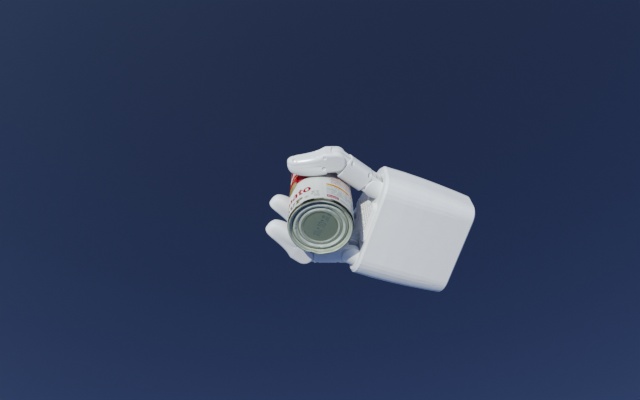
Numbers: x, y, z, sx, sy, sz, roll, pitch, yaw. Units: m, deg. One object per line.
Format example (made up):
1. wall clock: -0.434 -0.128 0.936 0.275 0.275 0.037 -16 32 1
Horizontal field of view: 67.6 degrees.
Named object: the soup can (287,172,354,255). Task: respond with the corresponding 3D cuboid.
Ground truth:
1. soup can: 0.000 0.002 0.509 0.068 0.068 0.102 0 31 0
